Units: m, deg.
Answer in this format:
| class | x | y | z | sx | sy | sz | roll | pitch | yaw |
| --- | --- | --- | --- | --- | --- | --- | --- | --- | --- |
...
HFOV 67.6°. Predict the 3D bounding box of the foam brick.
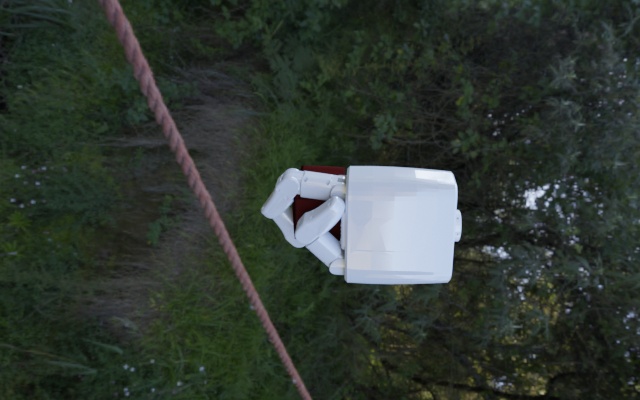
| class | x | y | z | sx | sy | sz | roll | pitch | yaw |
| --- | --- | --- | --- | --- | --- | --- | --- | --- | --- |
| foam brick | 0.000 | 0.001 | 0.525 | 0.051 | 0.053 | 0.078 | 1 | 31 | 5 |
